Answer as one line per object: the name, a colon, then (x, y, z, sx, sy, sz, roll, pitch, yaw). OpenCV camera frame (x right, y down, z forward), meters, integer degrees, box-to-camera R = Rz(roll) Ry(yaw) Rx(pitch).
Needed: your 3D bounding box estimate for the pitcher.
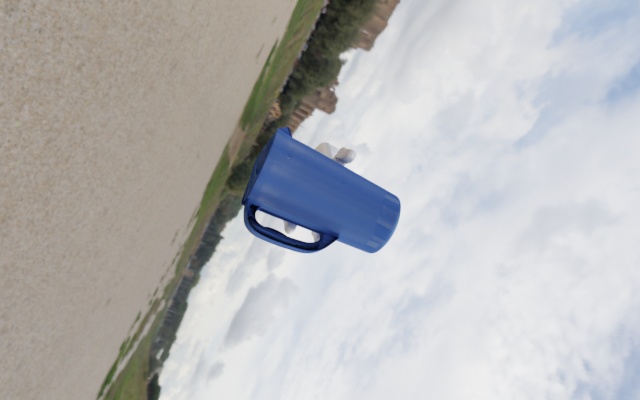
pitcher: (0.000, 0.002, 0.772, 0.243, 0.149, 0.145, 25, 20, -12)
